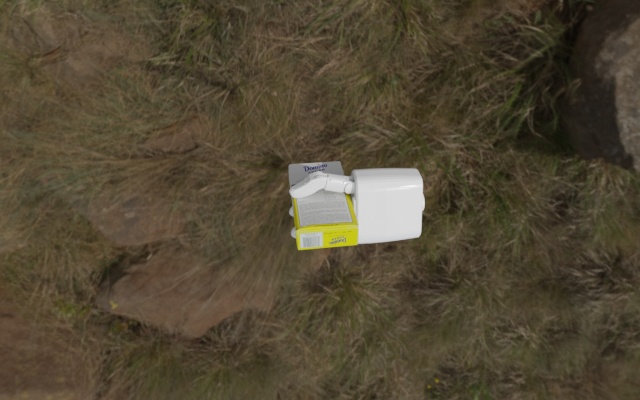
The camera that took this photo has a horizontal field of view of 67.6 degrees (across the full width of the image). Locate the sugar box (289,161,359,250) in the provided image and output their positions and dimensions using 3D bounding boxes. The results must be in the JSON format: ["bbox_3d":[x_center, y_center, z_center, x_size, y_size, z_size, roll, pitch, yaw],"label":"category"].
[{"bbox_3d":[0.000,0.003,0.767,0.093,0.048,0.176,-4,35,-5],"label":"sugar box"}]
